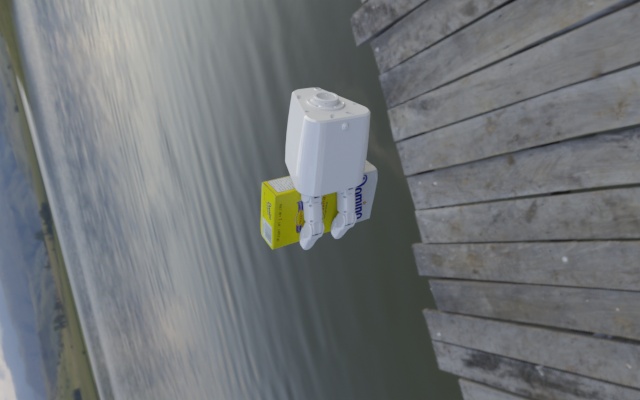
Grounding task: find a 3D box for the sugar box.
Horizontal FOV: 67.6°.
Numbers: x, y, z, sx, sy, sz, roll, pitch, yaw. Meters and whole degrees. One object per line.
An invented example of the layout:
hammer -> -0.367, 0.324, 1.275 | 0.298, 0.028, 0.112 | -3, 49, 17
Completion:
sugar box -> 0.000, 0.002, 0.694 | 0.176, 0.093, 0.048 | -15, 39, -28
